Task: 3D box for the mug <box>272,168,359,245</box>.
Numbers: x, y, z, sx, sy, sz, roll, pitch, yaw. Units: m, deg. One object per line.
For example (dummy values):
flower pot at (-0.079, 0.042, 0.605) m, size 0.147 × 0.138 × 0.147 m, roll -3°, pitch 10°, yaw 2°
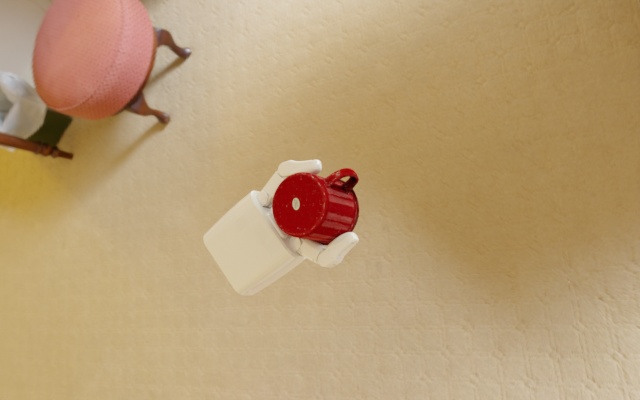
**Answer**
mug at (0.001, 0.001, 0.612) m, size 0.117 × 0.093 × 0.081 m, roll -41°, pitch -24°, yaw 18°
